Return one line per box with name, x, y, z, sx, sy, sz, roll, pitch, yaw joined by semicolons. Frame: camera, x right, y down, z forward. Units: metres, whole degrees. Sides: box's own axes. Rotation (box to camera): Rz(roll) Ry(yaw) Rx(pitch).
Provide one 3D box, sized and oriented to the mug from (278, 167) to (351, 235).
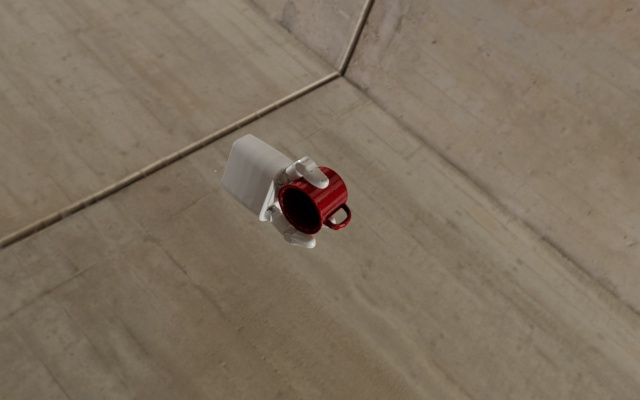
mug;0.001;0.003;0.782;0.117;0.093;0.081;36;50;19
